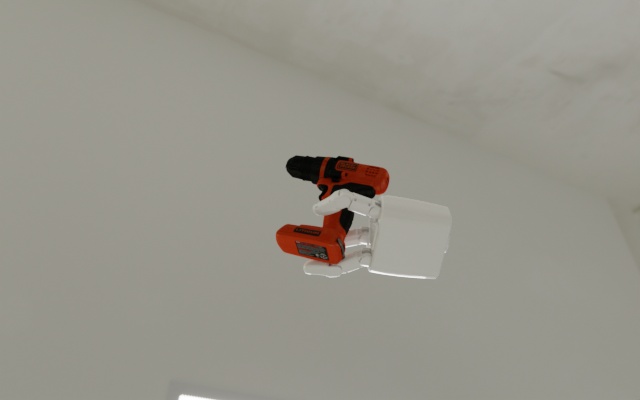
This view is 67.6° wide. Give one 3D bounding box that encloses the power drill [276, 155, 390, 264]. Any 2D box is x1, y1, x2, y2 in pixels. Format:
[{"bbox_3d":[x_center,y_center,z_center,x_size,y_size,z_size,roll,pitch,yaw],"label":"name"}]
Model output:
[{"bbox_3d":[0.000,0.003,0.767,0.184,0.187,0.057,10,-37,23],"label":"power drill"}]
